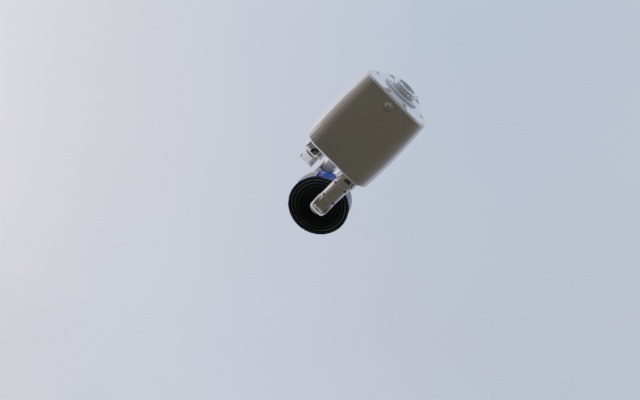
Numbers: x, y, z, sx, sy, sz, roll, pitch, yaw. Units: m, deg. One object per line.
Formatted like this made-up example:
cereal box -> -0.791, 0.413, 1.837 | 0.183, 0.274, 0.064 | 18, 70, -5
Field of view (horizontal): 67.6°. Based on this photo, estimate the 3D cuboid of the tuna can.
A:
tuna can -> 0.000, 0.002, 0.667 | 0.086, 0.086, 0.033 | 0, 21, 14
